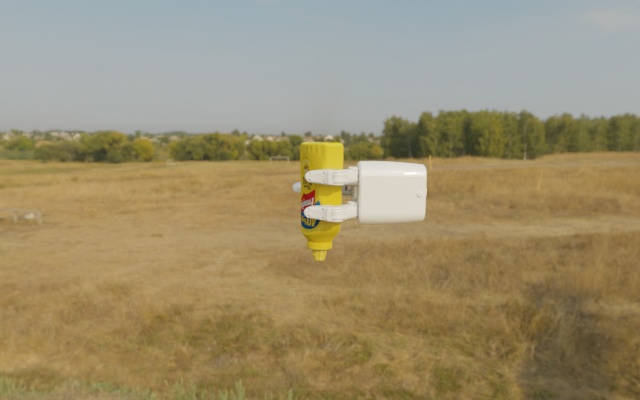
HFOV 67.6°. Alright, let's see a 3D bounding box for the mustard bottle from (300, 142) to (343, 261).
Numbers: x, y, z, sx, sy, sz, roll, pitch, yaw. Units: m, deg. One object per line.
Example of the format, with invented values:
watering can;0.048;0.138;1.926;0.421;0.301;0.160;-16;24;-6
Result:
mustard bottle;0.000;0.002;0.773;0.058;0.191;0.096;-3;8;-28
